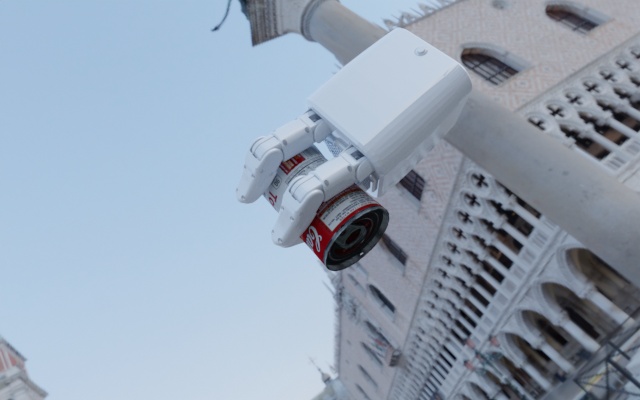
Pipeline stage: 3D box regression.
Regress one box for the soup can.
[{"bbox_3d":[0.000,0.002,0.411,0.068,0.068,0.102,0,38,-51],"label":"soup can"}]
